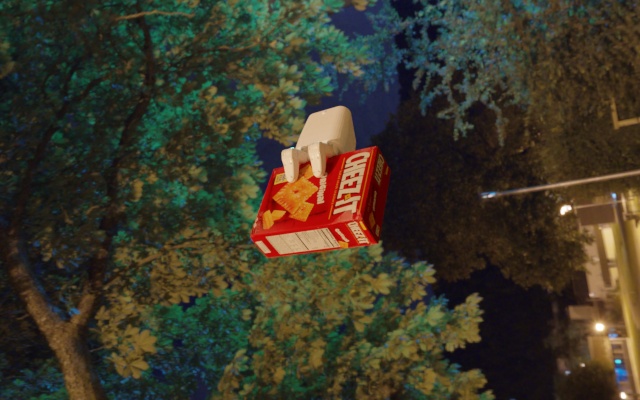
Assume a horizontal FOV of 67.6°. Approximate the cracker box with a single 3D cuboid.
[{"bbox_3d":[0.000,0.003,0.814,0.214,0.164,0.072,-11,-45,29],"label":"cracker box"}]
